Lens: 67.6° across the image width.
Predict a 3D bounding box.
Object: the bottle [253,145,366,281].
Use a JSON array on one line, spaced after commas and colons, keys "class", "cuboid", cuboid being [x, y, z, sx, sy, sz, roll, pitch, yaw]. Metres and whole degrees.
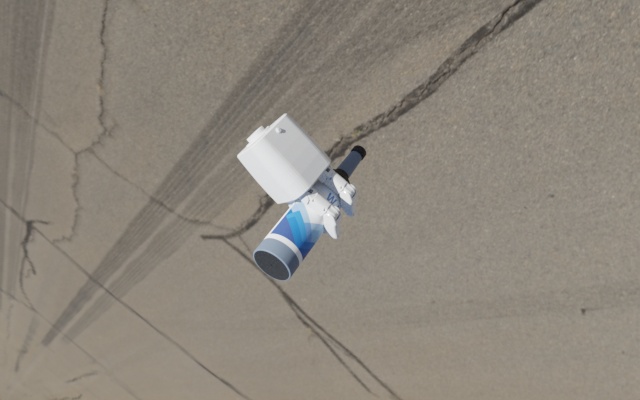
[{"class": "bottle", "cuboid": [0.000, 0.003, 0.790, 0.069, 0.069, 0.295, 0, 39, 40]}]
